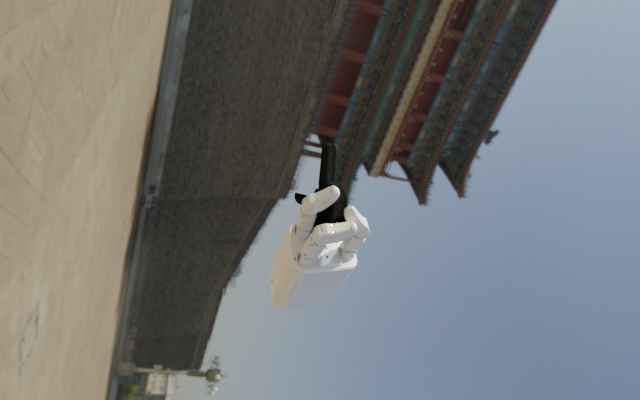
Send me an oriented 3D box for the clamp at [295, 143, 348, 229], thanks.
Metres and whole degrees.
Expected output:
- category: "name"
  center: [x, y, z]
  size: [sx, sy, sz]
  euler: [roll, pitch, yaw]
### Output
- category: "clamp"
  center: [0.001, 0.003, 0.745]
  size: [0.039, 0.171, 0.120]
  euler: [14, -49, -20]
